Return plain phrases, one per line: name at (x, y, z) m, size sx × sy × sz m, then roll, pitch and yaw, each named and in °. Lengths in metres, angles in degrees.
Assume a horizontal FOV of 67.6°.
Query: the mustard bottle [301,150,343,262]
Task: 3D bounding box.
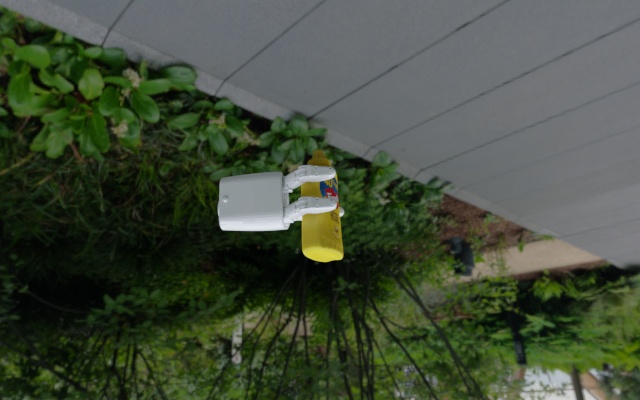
mustard bottle at (0.000, 0.003, 0.816) m, size 0.058 × 0.191 × 0.096 m, roll -13°, pitch -23°, yaw 24°
